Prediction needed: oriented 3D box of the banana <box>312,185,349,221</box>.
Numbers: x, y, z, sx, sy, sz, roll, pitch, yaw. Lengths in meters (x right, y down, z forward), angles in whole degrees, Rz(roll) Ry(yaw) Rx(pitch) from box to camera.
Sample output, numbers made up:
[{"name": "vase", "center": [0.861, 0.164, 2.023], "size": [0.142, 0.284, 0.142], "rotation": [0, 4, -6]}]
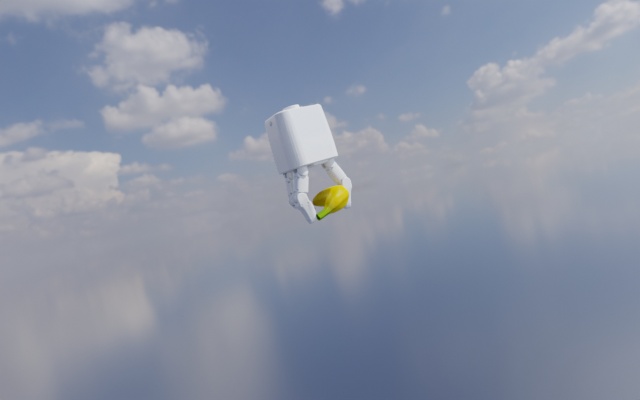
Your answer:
[{"name": "banana", "center": [0.018, -0.004, 0.868], "size": [0.069, 0.037, 0.198], "rotation": [-21, 5, 0]}]
